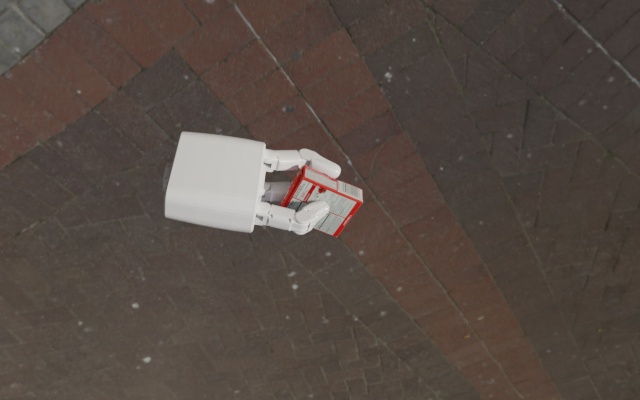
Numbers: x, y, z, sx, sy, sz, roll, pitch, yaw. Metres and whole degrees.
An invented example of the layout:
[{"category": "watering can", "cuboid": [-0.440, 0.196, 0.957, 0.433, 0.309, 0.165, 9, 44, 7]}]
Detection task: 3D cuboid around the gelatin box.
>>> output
[{"category": "gelatin box", "cuboid": [0.000, 0.002, 0.626, 0.089, 0.073, 0.030, 22, 38, -15]}]
